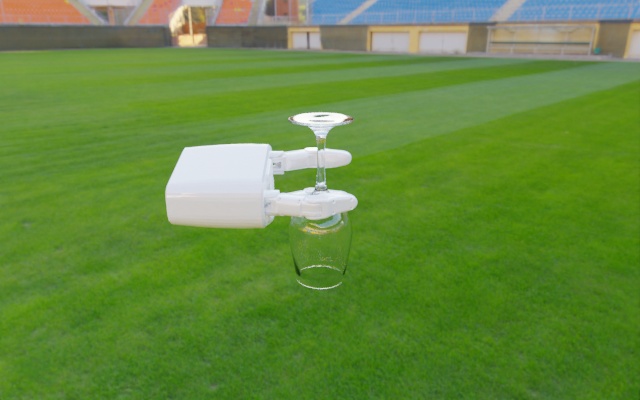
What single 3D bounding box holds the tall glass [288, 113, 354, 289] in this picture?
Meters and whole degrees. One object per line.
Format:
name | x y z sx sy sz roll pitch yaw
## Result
tall glass | 0.000 0.001 0.568 0.079 0.201 0.079 0 19 0
